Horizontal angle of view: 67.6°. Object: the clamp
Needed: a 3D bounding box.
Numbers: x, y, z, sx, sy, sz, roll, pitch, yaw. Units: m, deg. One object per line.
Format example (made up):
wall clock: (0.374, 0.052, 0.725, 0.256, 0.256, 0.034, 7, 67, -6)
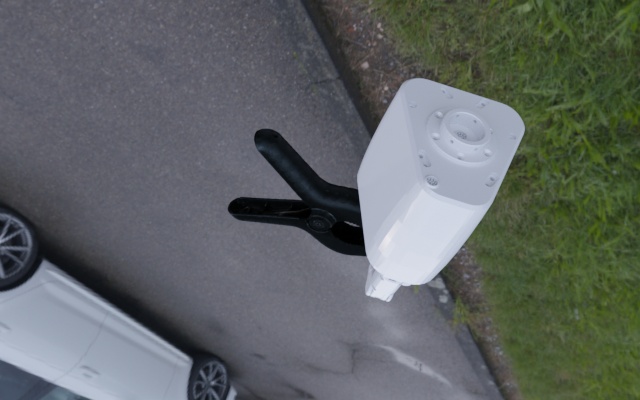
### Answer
clamp: (0.000, 0.002, 0.436, 0.171, 0.039, 0.120, 18, -35, -1)
